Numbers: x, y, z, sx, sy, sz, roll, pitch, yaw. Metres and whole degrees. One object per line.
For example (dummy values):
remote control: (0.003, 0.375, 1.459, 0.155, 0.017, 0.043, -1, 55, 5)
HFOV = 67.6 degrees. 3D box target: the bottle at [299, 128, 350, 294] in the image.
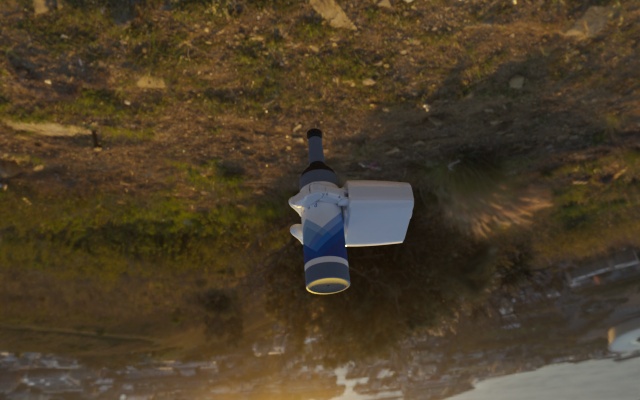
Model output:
bottle: (0.000, 0.003, 0.787, 0.069, 0.295, 0.069, -4, -32, -2)
